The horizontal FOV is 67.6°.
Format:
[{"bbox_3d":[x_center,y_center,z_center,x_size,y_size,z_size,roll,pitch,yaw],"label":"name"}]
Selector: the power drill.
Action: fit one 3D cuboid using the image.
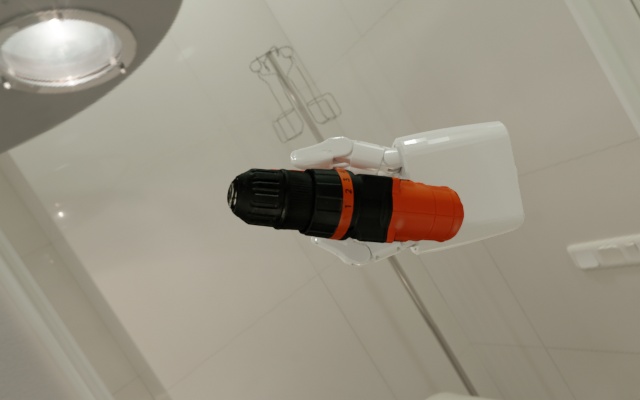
[{"bbox_3d":[0.000,0.001,0.420,0.184,0.057,0.187,7,2,-20],"label":"power drill"}]
